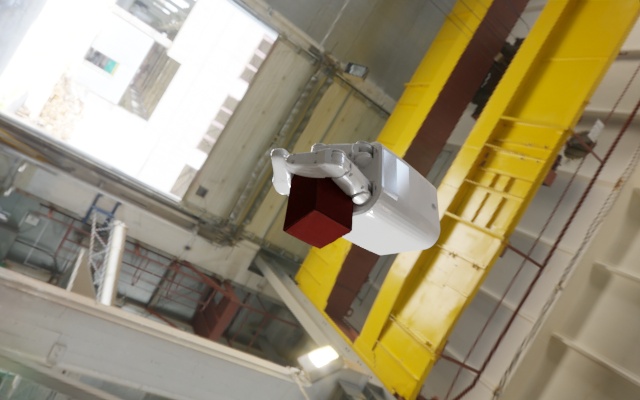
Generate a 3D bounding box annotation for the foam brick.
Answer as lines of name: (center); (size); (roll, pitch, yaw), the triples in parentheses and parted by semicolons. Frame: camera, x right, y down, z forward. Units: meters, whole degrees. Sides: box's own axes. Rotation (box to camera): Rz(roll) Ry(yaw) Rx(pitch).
foam brick: (0.000, 0.002, 0.504); (0.051, 0.078, 0.053); (32, -45, -28)
